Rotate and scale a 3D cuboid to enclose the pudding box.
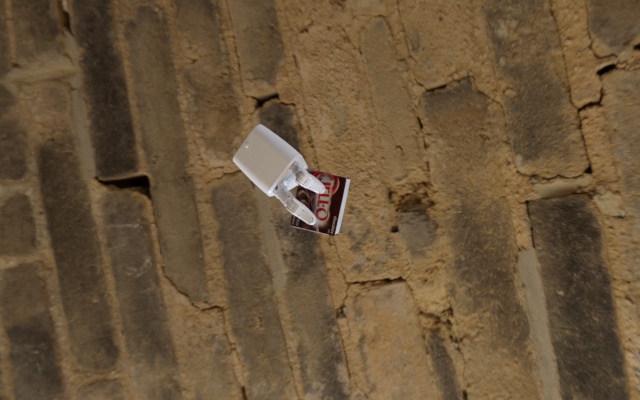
[{"bbox_3d":[0.000,0.003,0.892,0.090,0.113,0.039,12,5,18],"label":"pudding box"}]
